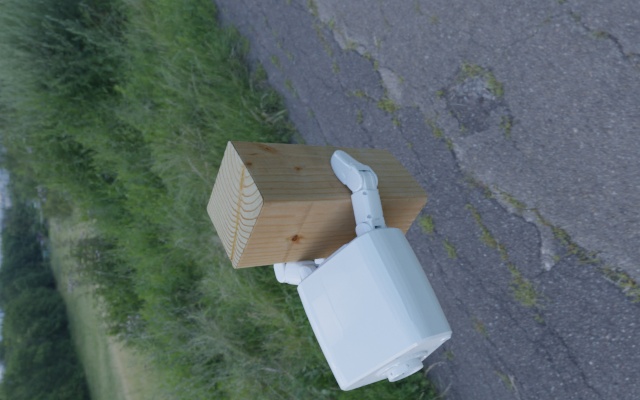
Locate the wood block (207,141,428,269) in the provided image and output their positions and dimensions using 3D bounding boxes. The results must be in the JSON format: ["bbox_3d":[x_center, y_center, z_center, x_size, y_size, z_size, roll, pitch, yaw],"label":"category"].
[{"bbox_3d":[0.000,0.002,0.509,0.206,0.091,0.090,-1,42,-36],"label":"wood block"}]
